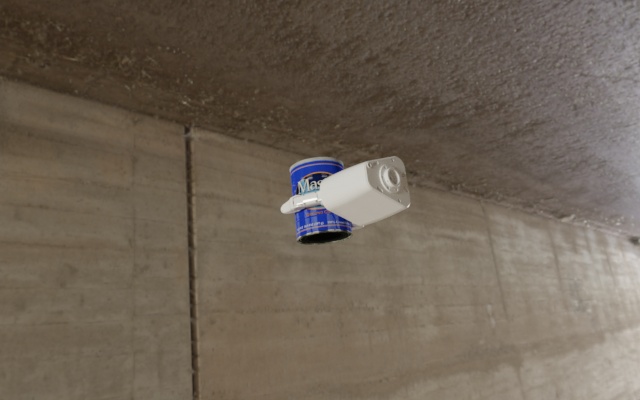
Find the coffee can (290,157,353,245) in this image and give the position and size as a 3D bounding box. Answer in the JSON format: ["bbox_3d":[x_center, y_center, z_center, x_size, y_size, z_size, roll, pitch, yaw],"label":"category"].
[{"bbox_3d":[0.000,0.003,0.887,0.103,0.140,0.103,-6,-17,-2],"label":"coffee can"}]
